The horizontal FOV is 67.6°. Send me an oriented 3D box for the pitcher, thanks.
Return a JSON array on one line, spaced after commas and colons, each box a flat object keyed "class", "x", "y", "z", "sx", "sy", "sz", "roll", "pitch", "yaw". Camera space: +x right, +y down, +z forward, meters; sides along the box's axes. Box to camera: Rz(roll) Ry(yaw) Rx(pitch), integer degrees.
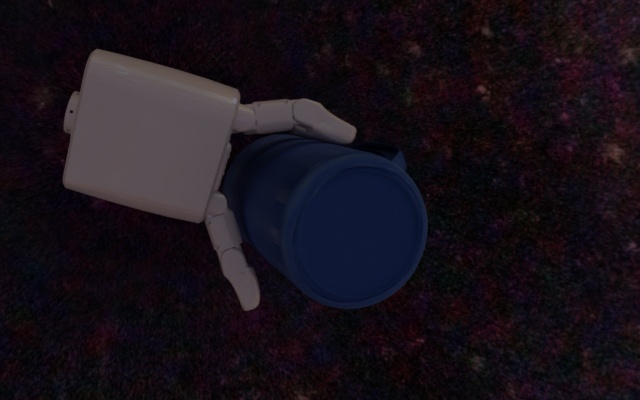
[{"class": "pitcher", "x": 0.000, "y": 0.001, "z": 0.428, "sx": 0.145, "sy": 0.149, "sz": 0.243, "roll": 17, "pitch": 2, "yaw": -19}]
